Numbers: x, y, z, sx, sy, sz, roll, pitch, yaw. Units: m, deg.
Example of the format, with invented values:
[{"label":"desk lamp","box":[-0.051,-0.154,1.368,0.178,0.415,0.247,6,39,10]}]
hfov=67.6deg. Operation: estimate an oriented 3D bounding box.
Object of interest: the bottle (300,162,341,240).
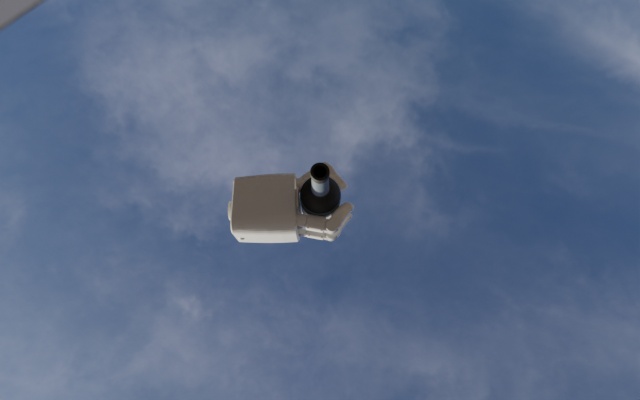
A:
[{"label":"bottle","box":[0.000,0.003,0.805,0.069,0.069,0.296,0,-17,0]}]
